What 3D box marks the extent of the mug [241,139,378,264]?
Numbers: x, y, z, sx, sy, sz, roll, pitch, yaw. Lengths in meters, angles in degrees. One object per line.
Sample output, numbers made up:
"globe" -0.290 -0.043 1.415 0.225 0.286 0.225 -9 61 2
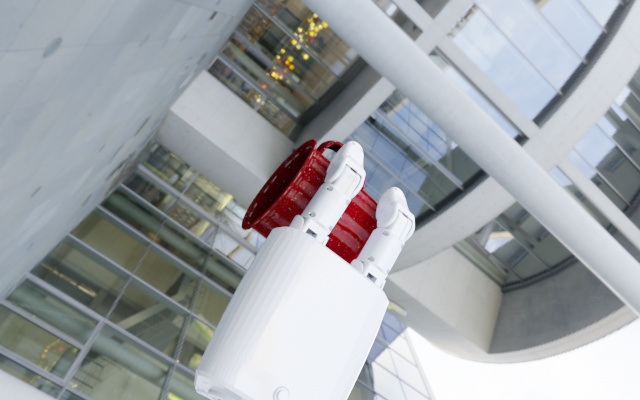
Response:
"mug" 0.001 0.000 0.405 0.081 0.117 0.093 39 -31 -16
